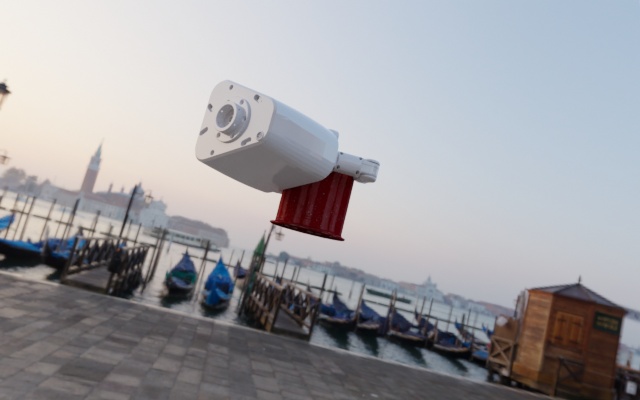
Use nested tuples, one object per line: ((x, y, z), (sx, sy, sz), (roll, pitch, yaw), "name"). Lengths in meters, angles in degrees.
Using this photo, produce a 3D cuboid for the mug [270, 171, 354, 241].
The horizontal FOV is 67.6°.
((0.001, 0.002, 0.590), (0.093, 0.081, 0.117), (9, -9, 35), "mug")
